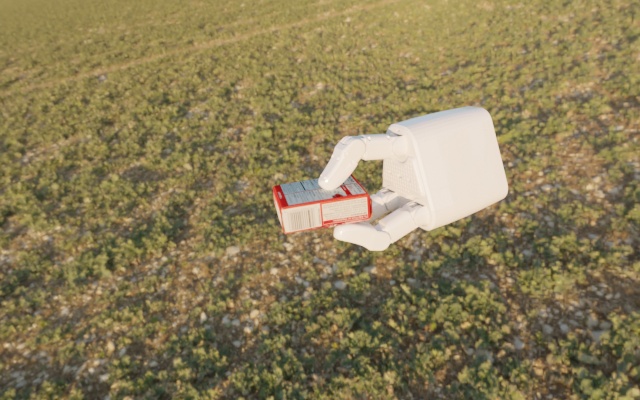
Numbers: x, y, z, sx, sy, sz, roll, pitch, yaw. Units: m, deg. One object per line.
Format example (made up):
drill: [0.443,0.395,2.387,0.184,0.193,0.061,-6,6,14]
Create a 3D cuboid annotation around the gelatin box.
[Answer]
gelatin box: [0.000,0.001,0.484,0.089,0.030,0.073,-9,21,-9]
